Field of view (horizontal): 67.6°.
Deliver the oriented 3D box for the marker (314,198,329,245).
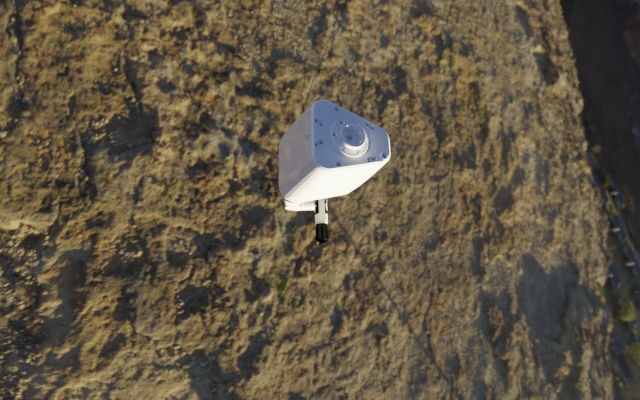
[{"bbox_3d":[0.000,0.002,0.662,0.020,0.121,0.020,-2,-19,-1],"label":"marker"}]
